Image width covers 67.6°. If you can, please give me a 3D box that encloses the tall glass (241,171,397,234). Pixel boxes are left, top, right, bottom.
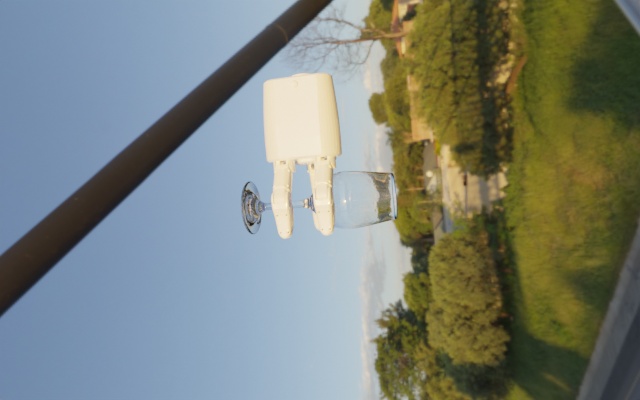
[{"bbox_3d":[-0.001,0.002,0.644,0.201,0.079,0.079,-4,-1,13],"label":"tall glass"}]
